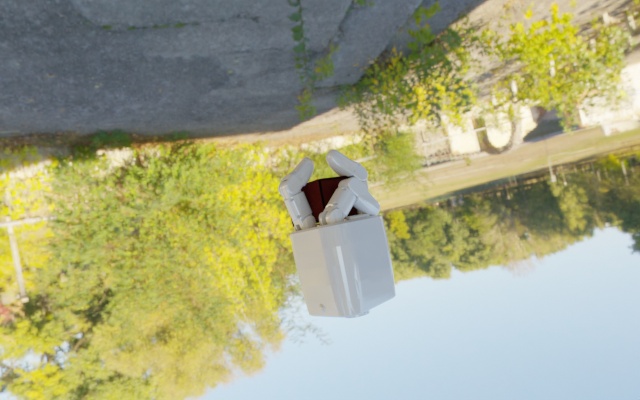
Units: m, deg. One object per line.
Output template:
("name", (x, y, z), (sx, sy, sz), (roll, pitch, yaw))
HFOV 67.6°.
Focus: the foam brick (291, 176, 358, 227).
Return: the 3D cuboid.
("foam brick", (0.000, 0.002, 0.616), (0.053, 0.051, 0.078), (-9, -4, -36))
